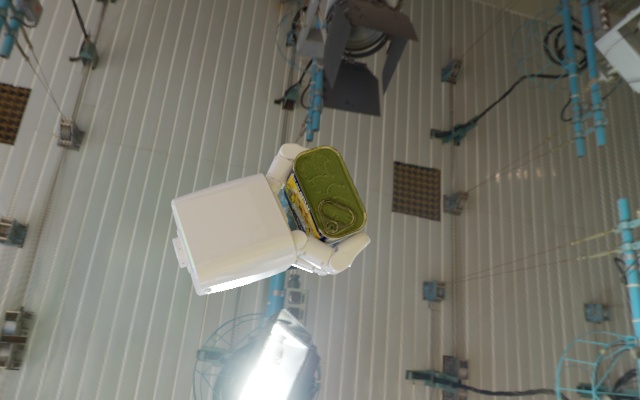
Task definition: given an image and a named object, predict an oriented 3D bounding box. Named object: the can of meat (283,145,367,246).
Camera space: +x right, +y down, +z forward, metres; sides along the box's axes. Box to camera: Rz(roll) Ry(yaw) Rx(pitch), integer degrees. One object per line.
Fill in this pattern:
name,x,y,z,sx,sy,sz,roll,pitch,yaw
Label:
can of meat,0.000,0.002,0.543,0.057,0.102,0.084,-20,-11,-20
